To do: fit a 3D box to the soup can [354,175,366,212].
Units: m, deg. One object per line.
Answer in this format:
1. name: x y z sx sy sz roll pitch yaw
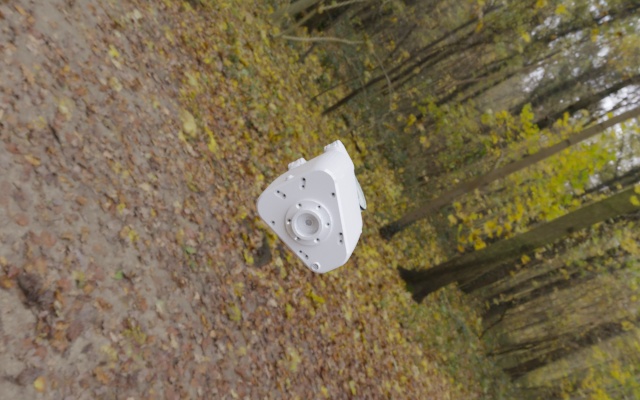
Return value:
1. soup can: 0.000 0.002 0.627 0.102 0.068 0.068 -25 -7 15
